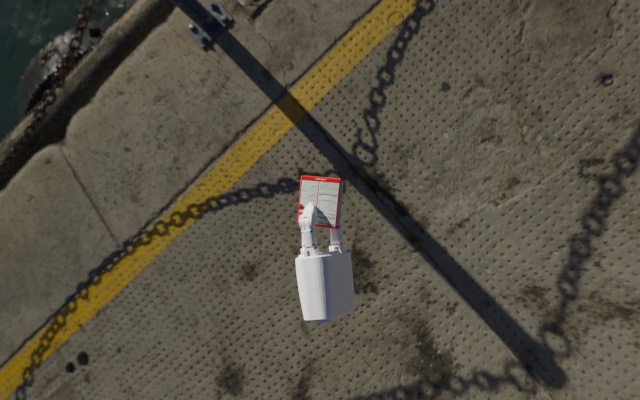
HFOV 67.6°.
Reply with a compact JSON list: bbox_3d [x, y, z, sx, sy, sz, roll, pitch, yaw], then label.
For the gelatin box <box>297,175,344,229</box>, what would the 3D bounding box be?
[{"bbox_3d":[0.000,0.002,0.847,0.073,0.089,0.030,6,2,17],"label":"gelatin box"}]
